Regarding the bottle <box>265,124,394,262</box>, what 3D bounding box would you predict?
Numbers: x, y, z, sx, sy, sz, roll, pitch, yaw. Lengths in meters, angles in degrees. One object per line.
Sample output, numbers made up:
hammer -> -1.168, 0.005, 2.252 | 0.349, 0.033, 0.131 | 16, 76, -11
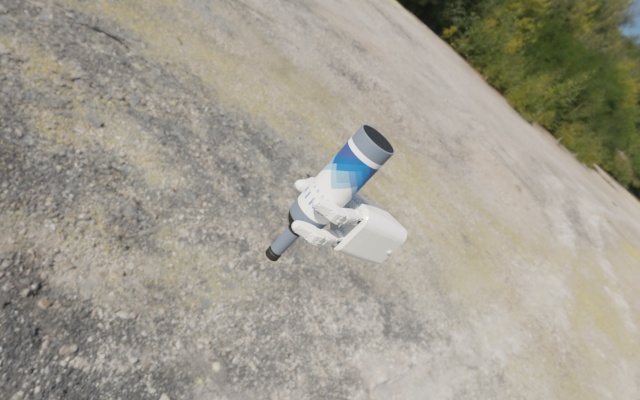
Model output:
bottle -> 0.000, 0.002, 0.801 | 0.296, 0.069, 0.069 | -48, -26, 26
